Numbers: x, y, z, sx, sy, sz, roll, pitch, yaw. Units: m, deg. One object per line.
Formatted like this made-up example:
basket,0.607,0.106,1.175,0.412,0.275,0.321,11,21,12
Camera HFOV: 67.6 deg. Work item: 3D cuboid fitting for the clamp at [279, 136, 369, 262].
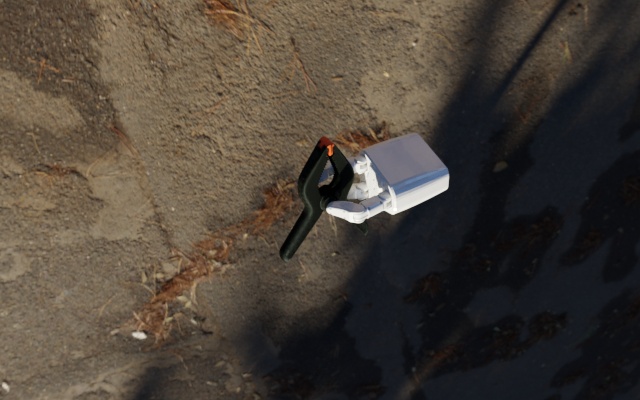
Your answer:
clamp,0.001,0.002,0.745,0.164,0.210,0.036,-23,42,-19
